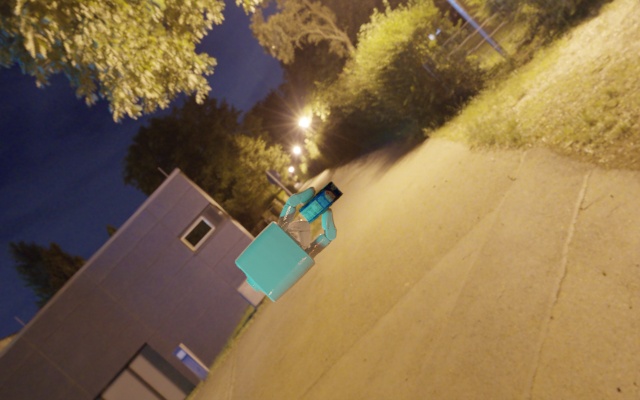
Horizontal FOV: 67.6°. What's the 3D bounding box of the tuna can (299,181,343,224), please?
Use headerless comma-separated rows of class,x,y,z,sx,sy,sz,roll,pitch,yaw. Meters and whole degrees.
tuna can,0.000,0.002,0.893,0.086,0.034,0.086,-42,2,2
